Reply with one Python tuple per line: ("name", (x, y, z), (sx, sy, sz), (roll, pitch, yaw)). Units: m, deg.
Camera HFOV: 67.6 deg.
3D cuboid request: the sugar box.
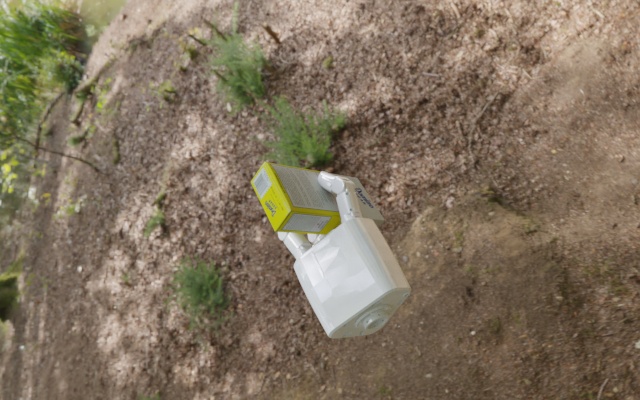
("sugar box", (0.000, 0.003, 0.657), (0.176, 0.093, 0.048), (10, -51, -43))
